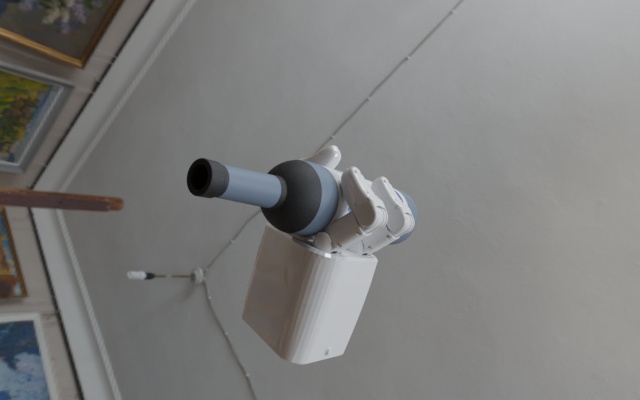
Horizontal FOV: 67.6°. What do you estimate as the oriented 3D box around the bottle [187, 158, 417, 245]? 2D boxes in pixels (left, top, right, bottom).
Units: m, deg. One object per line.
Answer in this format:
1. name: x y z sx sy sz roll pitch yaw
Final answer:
1. bottle: 0.000 0.001 0.453 0.069 0.069 0.296 0 -7 36
